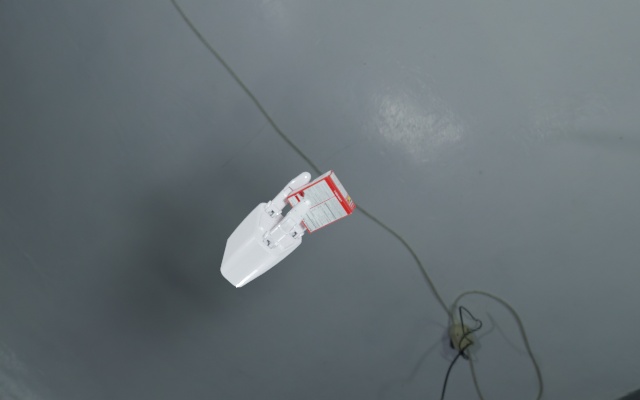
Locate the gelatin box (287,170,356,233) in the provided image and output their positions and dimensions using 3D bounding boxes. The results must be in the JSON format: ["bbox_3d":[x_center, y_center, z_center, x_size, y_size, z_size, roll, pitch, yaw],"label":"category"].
[{"bbox_3d":[0.000,0.003,0.776,0.089,0.073,0.030,-27,15,29],"label":"gelatin box"}]
